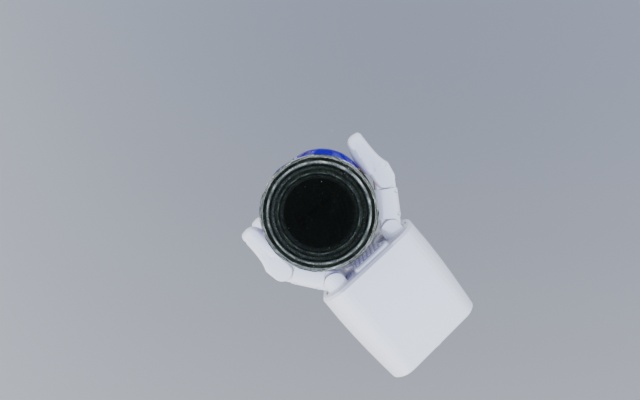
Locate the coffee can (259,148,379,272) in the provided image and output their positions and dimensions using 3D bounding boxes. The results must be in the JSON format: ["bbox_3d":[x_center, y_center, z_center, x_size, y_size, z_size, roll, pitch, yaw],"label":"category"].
[{"bbox_3d":[0.000,0.001,0.474,0.103,0.103,0.140,0,8,1],"label":"coffee can"}]
